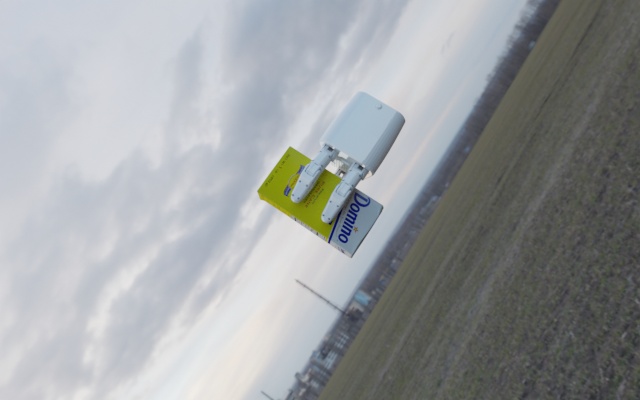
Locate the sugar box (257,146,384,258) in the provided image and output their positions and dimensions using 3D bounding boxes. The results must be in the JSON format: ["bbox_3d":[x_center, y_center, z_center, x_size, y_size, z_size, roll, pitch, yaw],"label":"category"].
[{"bbox_3d":[0.000,0.002,0.739,0.176,0.093,0.048,32,-12,9],"label":"sugar box"}]
